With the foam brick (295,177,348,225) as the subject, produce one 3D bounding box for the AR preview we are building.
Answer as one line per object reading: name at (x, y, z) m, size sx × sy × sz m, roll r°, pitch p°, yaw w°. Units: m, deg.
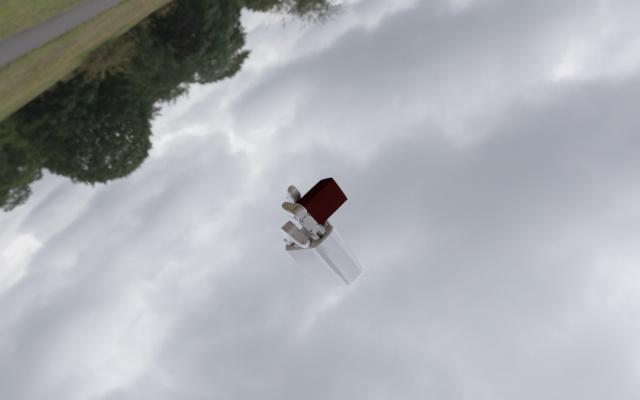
foam brick at (0.000, 0.003, 0.870) m, size 0.078 × 0.051 × 0.053 m, roll -44°, pitch 14°, yaw -17°
